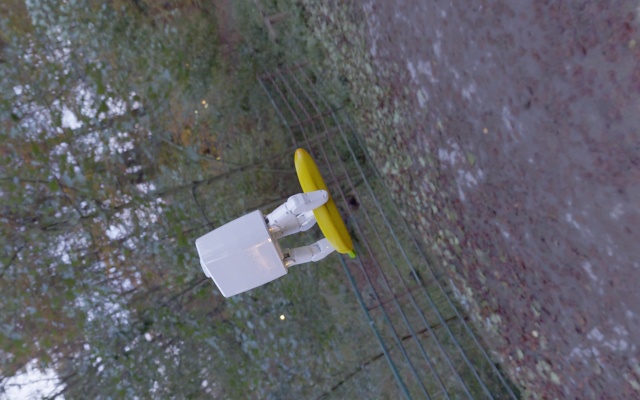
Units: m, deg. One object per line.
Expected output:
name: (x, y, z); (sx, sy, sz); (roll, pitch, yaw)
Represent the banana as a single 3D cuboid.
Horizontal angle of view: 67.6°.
banana: (0.001, 0.003, 0.744); (0.037, 0.198, 0.069); (-25, -6, -1)
